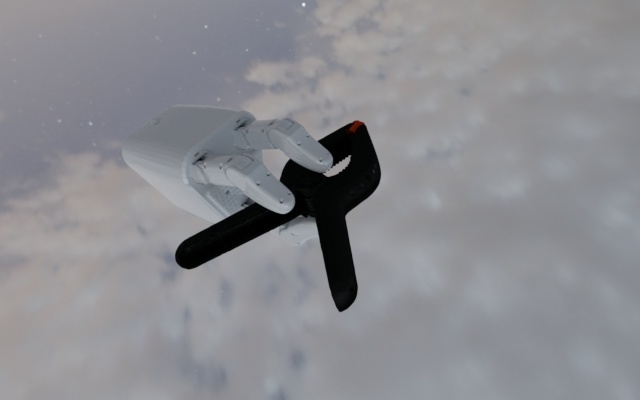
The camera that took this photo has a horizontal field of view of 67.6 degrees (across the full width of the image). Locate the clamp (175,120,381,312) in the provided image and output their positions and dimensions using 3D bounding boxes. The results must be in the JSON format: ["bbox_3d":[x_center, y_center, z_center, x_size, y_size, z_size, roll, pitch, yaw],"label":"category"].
[{"bbox_3d":[0.000,0.002,0.405,0.164,0.036,0.210,15,48,36],"label":"clamp"}]
